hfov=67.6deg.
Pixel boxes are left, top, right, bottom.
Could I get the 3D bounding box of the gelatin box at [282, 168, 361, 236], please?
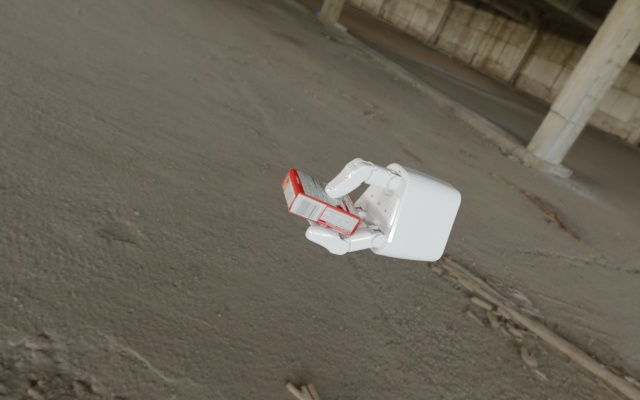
[{"bbox_3d":[0.000,0.001,0.587,0.089,0.030,0.073,23,21,-22],"label":"gelatin box"}]
